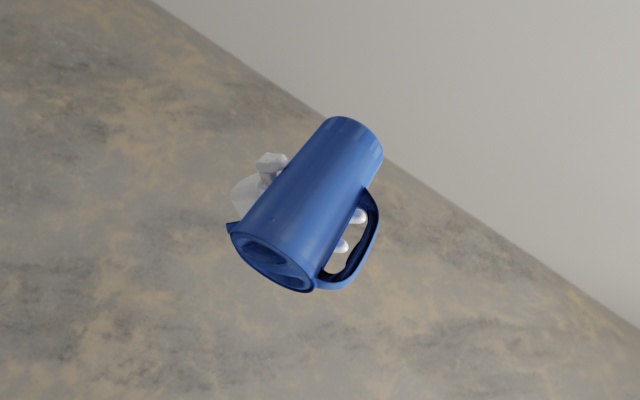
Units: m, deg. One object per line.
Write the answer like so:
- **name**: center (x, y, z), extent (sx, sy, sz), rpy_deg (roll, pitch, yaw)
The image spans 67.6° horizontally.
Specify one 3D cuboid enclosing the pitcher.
- **pitcher**: center (0.000, 0.002, 0.669), extent (0.149, 0.242, 0.145), rpy_deg (45, -28, -21)
